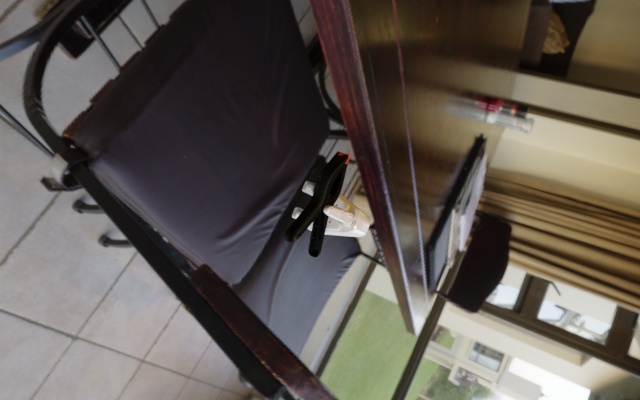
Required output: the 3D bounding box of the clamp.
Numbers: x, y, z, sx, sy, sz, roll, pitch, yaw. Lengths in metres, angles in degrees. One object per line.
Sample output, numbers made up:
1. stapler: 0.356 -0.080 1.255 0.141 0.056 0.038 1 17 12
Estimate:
1. clamp: 0.001 0.003 0.892 0.036 0.210 0.164 21 -3 19
